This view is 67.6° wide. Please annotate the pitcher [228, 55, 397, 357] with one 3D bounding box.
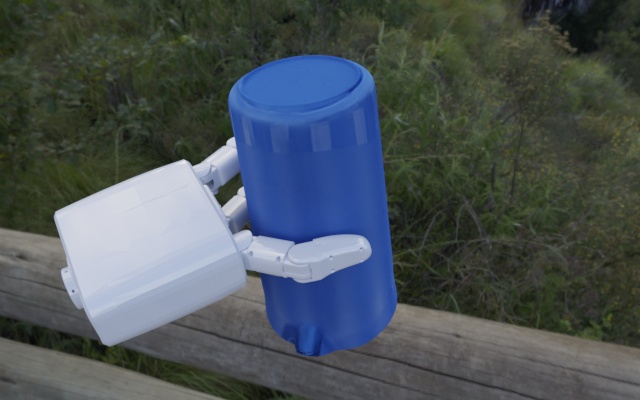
[{"bbox_3d":[0.000,0.001,0.423,0.145,0.243,0.149,-23,40,-19],"label":"pitcher"}]
